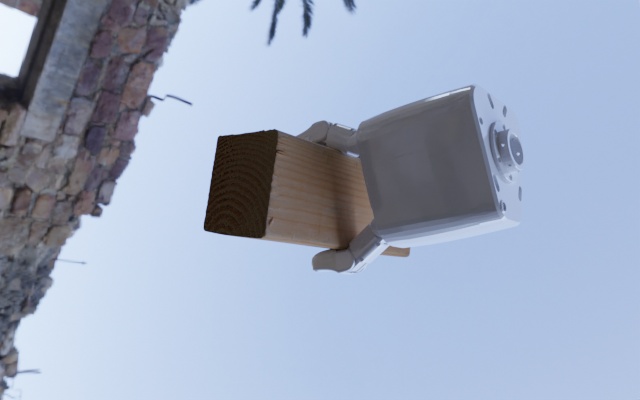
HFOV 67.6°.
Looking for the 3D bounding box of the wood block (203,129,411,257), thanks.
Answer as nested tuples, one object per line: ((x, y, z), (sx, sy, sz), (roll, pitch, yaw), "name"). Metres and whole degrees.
((0.000, 0.002, 0.477), (0.090, 0.091, 0.206), (2, -8, 44), "wood block")
